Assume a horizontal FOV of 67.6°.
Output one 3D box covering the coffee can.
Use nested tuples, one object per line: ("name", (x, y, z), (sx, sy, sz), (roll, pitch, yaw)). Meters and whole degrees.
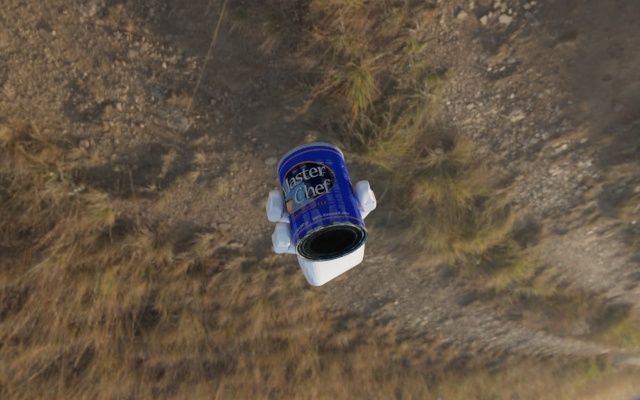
("coffee can", (0.000, 0.002, 0.685), (0.103, 0.140, 0.103), (-11, -33, -7))
